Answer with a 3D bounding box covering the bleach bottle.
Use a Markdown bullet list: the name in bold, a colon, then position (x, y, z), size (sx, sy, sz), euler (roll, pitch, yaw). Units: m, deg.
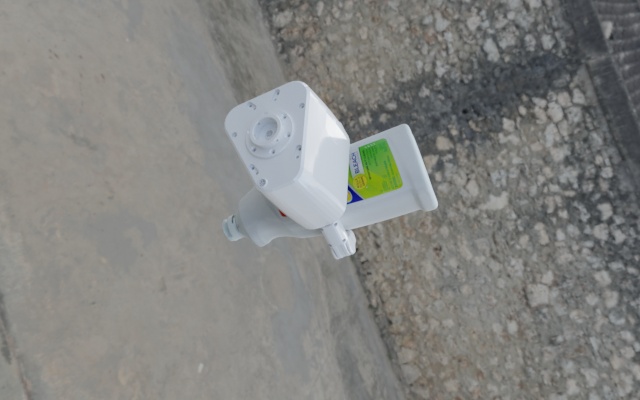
- **bleach bottle**: position (0.000, 0.002, 0.561), size (0.251, 0.102, 0.068), euler (-21, -26, 15)
